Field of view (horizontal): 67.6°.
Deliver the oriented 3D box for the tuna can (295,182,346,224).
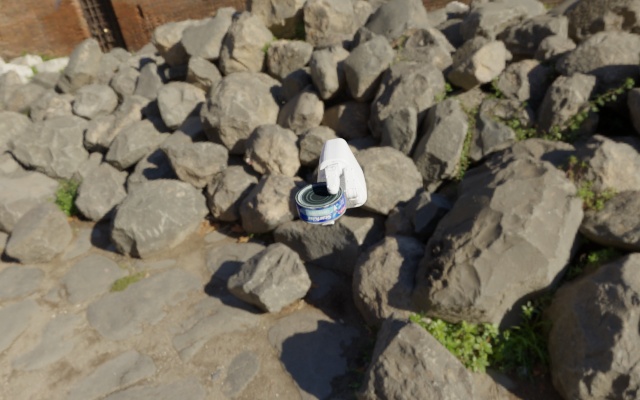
[{"bbox_3d":[0.000,0.002,0.827,0.086,0.034,0.086,-8,33,5],"label":"tuna can"}]
